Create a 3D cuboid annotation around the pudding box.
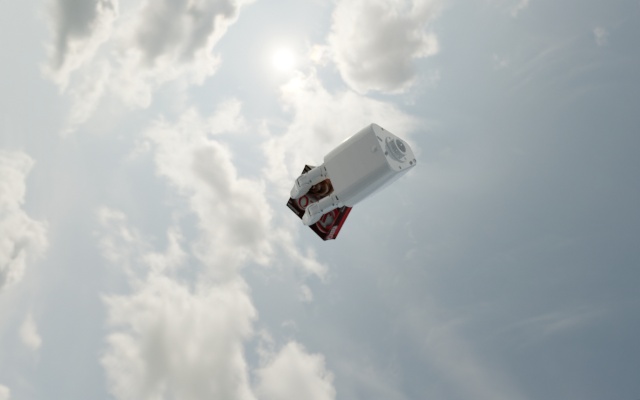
[{"bbox_3d":[0.000,0.003,0.839,0.039,0.090,0.113,2,32,-49],"label":"pudding box"}]
